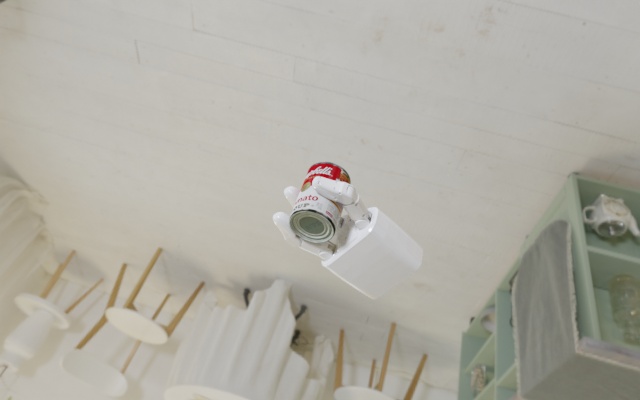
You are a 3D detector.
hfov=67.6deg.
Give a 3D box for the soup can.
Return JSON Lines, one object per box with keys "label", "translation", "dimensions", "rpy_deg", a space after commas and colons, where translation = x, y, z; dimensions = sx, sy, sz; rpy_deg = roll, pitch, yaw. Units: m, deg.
{"label": "soup can", "translation": [0.000, 0.002, 0.688], "dimensions": [0.068, 0.102, 0.069], "rpy_deg": [11, -43, 10]}
